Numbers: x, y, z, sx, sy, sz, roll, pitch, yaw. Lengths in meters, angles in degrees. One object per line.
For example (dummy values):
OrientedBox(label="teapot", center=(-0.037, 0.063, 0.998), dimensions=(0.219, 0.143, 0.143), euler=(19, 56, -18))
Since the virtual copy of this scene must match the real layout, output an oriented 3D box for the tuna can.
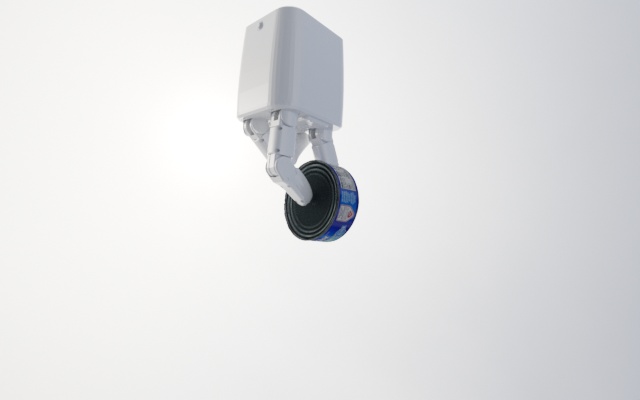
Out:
OrientedBox(label="tuna can", center=(0.000, 0.002, 0.508), dimensions=(0.034, 0.086, 0.086), euler=(11, -7, -42))
